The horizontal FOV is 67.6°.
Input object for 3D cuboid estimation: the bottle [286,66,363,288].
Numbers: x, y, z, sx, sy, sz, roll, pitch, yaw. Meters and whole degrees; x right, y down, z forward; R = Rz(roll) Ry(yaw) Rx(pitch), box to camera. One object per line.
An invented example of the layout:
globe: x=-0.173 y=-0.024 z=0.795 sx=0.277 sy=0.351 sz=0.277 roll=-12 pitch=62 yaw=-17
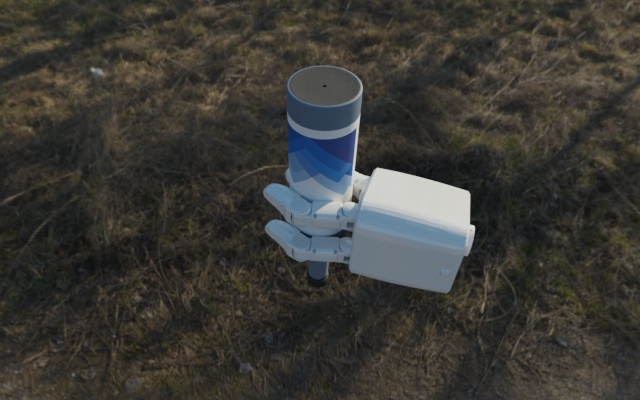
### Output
bottle: x=0.000 y=0.001 z=0.520 sx=0.069 sy=0.069 sz=0.296 roll=0 pitch=-44 yaw=-2
